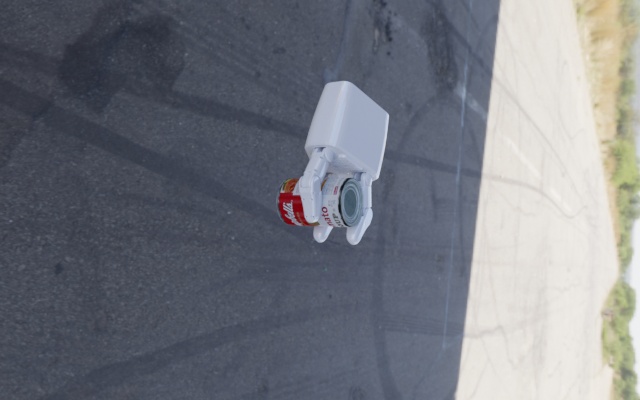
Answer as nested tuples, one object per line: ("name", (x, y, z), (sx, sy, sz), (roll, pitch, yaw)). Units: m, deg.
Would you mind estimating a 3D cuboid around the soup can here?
("soup can", (0.000, 0.003, 0.659), (0.102, 0.068, 0.068), (1, 0, 32))
